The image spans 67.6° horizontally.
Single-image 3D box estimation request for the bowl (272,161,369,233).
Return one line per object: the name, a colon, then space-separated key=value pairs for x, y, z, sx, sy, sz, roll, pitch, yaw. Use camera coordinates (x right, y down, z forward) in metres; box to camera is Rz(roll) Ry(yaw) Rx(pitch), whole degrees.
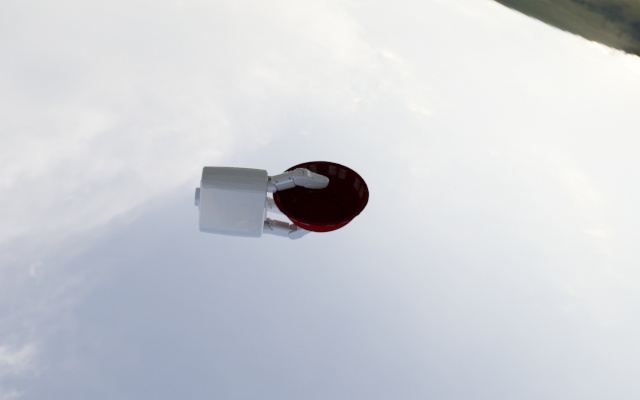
bowl: x=0.001 y=0.003 z=0.809 sx=0.162 sy=0.055 sz=0.162 roll=1 pitch=43 yaw=-1
